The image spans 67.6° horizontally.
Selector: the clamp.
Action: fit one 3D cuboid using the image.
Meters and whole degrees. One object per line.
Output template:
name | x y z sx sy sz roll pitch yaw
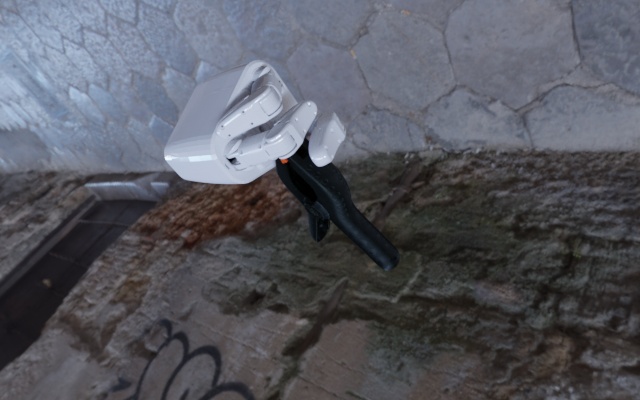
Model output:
clamp | 0.000 0.002 0.479 0.120 0.171 0.039 3 47 48
